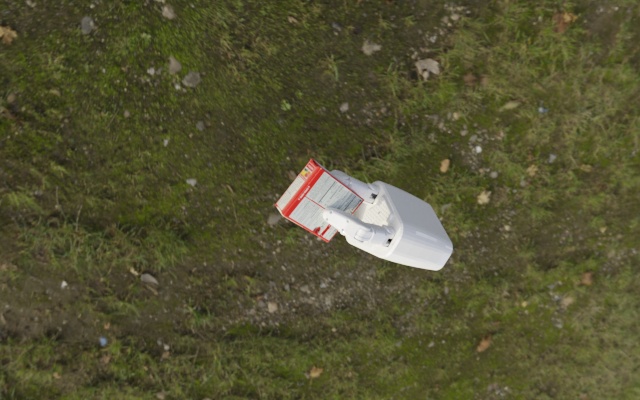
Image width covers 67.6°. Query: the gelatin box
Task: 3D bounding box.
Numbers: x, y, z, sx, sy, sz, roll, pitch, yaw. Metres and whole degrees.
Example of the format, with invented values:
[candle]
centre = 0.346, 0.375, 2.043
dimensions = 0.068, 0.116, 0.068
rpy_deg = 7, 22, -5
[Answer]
[gelatin box]
centre = 0.000, 0.002, 0.590
dimensions = 0.089, 0.073, 0.030
rpy_deg = 33, 9, -40
